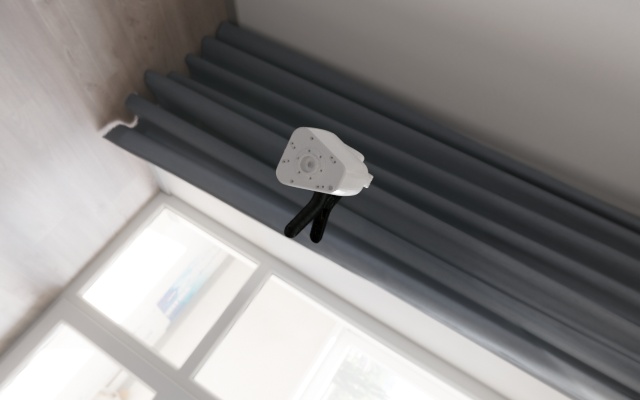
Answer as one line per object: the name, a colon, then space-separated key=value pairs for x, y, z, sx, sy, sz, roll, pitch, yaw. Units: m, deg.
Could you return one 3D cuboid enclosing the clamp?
clamp: x=0.001 y=0.003 z=0.837 sx=0.039 sy=0.171 sz=0.120 roll=29 pitch=12 yaw=20
